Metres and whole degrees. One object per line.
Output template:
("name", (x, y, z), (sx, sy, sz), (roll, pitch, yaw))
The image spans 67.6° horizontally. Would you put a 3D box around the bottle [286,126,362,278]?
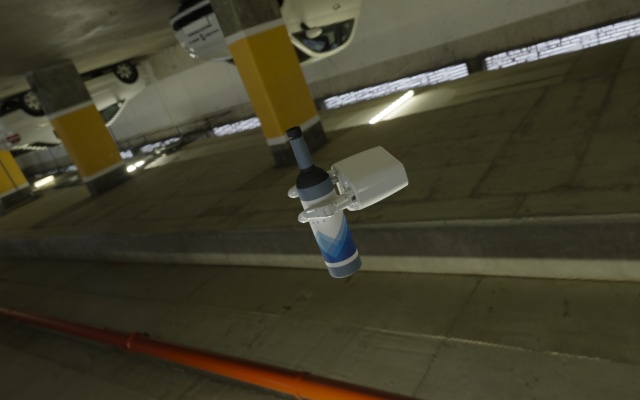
("bottle", (0.000, 0.003, 0.893), (0.069, 0.296, 0.069), (-19, 19, 7))
